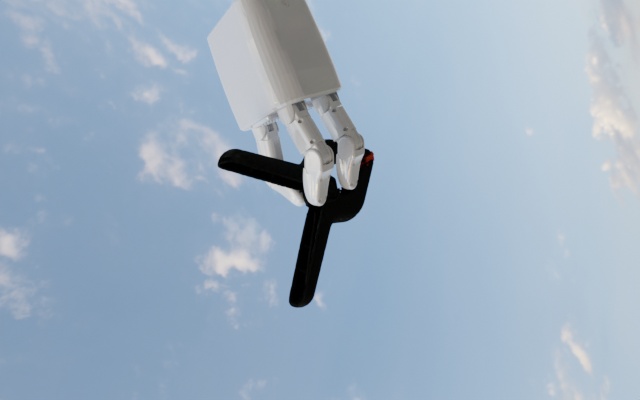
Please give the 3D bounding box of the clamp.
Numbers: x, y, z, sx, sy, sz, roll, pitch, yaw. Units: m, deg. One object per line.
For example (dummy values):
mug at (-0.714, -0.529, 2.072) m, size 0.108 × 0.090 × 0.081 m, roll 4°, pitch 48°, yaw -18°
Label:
clamp at (0.000, 0.001, 0.509) m, size 0.036 × 0.164 × 0.210 m, roll -13°, pitch 10°, yaw 42°
